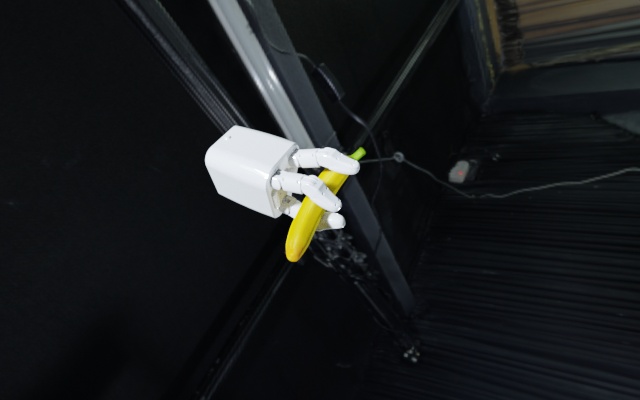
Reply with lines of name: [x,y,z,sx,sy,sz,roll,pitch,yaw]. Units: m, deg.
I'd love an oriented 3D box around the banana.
banana: [-0.004,0.004,0.687,0.037,0.197,0.070,34,-21,-7]
